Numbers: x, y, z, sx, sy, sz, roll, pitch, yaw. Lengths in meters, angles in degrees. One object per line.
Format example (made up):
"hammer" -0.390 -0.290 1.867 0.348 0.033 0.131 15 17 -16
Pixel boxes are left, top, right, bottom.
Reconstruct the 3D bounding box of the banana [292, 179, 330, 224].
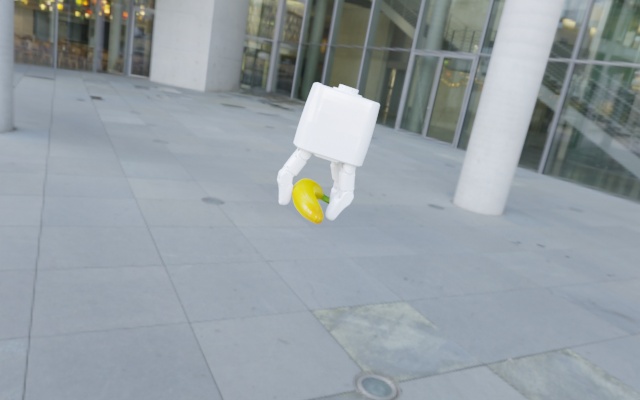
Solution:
"banana" -0.016 -0.006 0.802 0.069 0.037 0.197 26 12 1
